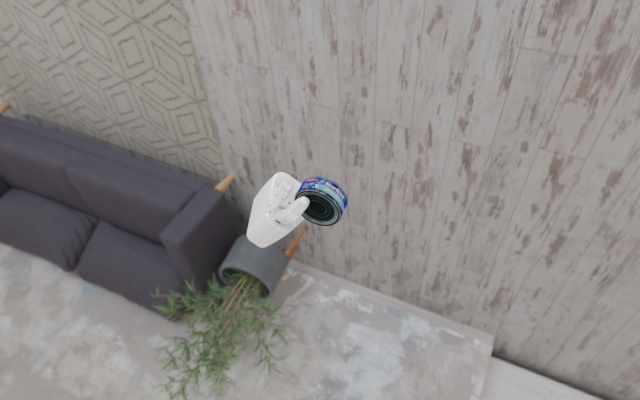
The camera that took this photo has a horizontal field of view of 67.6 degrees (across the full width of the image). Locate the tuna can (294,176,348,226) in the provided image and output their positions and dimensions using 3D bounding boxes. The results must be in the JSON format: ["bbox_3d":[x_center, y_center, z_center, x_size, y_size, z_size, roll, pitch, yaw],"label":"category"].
[{"bbox_3d":[0.000,0.003,0.789,0.086,0.086,0.033,0,42,30],"label":"tuna can"}]
